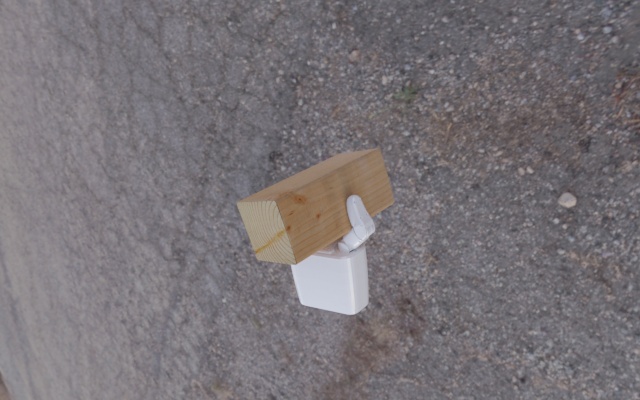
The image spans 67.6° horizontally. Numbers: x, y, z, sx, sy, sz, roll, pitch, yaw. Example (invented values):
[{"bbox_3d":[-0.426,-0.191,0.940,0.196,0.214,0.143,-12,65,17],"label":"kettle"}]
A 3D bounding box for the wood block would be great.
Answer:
[{"bbox_3d":[0.000,0.003,0.679,0.206,0.090,0.091,-29,18,-38],"label":"wood block"}]
